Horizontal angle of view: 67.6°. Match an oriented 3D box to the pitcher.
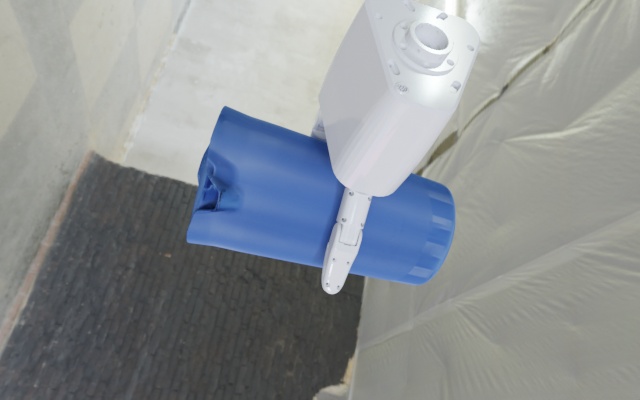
[{"bbox_3d":[0.000,0.002,0.480,0.243,0.149,0.145,16,-34,-10],"label":"pitcher"}]
